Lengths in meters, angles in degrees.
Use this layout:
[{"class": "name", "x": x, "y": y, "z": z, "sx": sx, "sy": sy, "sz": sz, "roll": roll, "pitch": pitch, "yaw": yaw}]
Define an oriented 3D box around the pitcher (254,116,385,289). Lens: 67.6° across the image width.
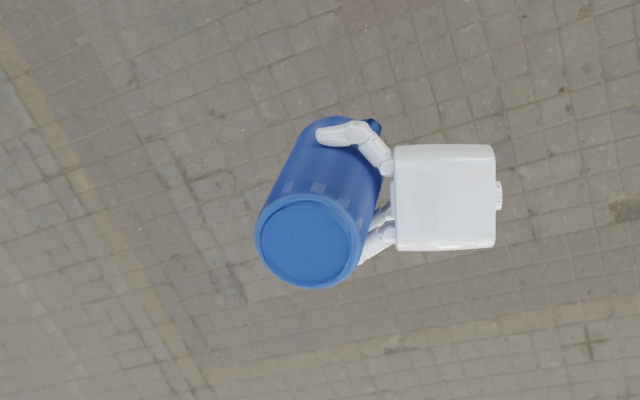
[{"class": "pitcher", "x": 0.000, "y": 0.002, "z": 0.566, "sx": 0.145, "sy": 0.149, "sz": 0.242, "roll": 0, "pitch": 24, "yaw": 11}]
